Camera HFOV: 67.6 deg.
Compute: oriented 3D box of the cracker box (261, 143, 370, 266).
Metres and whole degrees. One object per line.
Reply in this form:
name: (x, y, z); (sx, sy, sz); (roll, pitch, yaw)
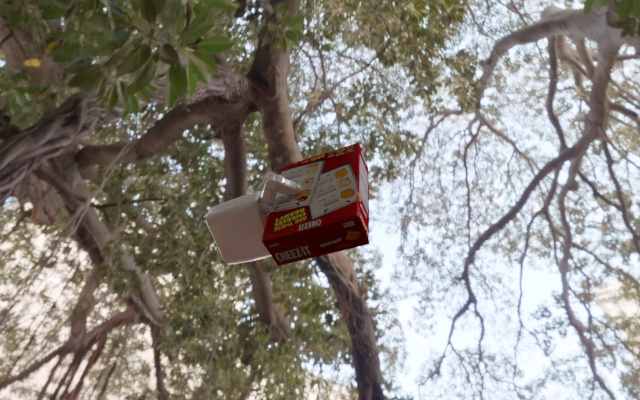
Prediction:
cracker box: (0.000, 0.002, 0.830); (0.164, 0.072, 0.213); (-16, 35, 17)
